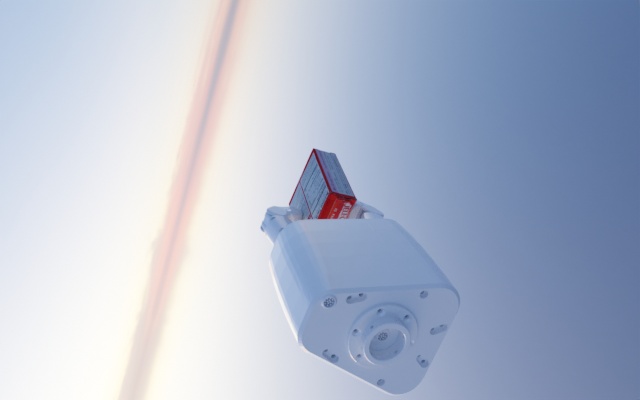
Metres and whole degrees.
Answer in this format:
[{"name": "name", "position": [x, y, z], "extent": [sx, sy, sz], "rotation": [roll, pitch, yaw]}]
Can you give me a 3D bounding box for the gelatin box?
[{"name": "gelatin box", "position": [0.000, 0.001, 0.475], "extent": [0.030, 0.073, 0.089], "rotation": [12, 30, -22]}]
